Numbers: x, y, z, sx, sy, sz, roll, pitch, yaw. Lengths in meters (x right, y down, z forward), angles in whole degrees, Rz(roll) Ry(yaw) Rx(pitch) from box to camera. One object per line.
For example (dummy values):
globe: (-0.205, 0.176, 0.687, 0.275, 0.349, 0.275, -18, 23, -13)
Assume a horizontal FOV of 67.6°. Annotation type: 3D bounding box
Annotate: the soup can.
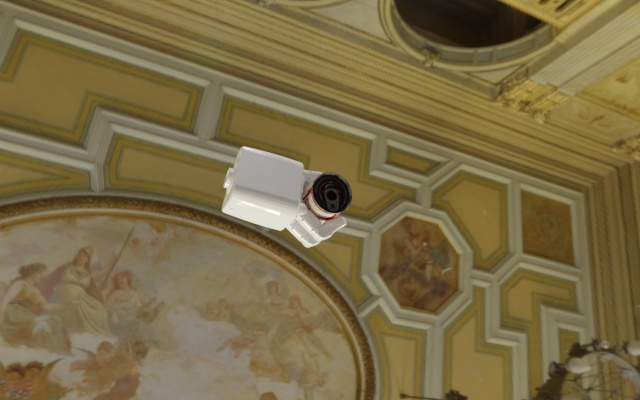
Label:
soup can: (0.000, 0.003, 0.786, 0.068, 0.068, 0.102, 0, -17, -22)
